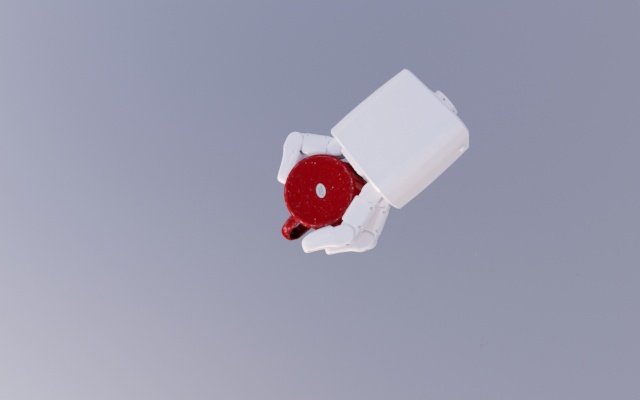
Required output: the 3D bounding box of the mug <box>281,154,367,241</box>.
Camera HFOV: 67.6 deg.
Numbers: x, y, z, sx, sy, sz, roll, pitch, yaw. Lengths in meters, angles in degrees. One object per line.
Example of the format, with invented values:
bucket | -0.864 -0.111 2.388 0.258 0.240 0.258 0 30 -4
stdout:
mug | -0.001 0.003 0.545 0.117 0.093 0.081 -42 -16 9
